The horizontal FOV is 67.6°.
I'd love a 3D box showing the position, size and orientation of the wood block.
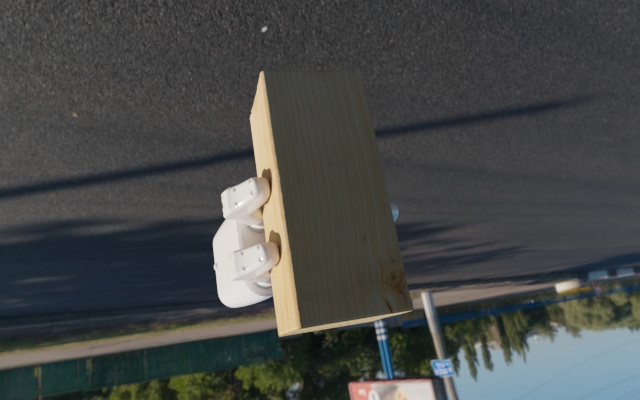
[{"bbox_3d":[0.000,0.002,0.409,0.091,0.206,0.090,-5,-17,-16],"label":"wood block"}]
